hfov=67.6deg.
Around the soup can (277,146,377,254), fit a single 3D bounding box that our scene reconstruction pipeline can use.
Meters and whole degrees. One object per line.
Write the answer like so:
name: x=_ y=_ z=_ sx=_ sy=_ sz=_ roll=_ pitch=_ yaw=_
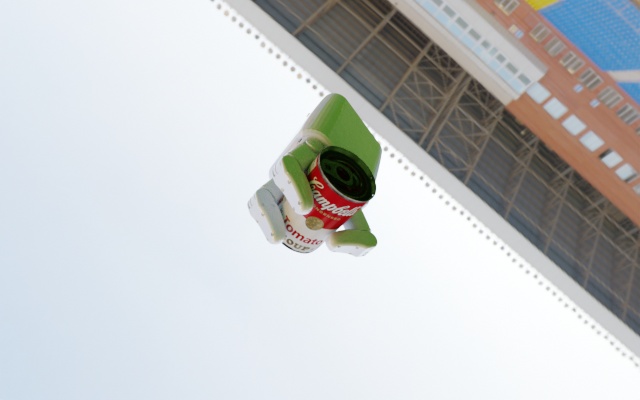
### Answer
soup can: x=0.000 y=0.002 z=0.493 sx=0.068 sy=0.068 sz=0.102 roll=0 pitch=-34 yaw=-41
